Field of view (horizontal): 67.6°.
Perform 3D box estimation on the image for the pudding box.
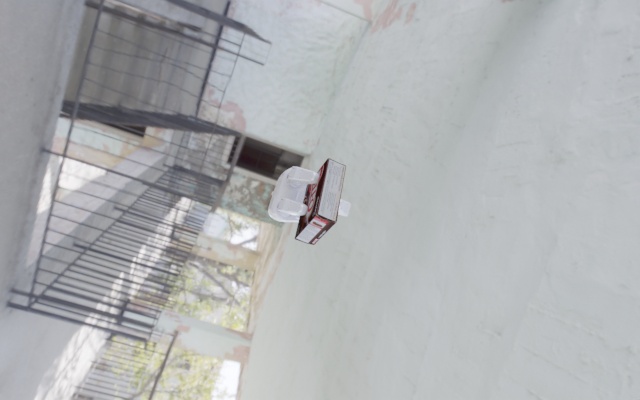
[{"bbox_3d":[0.000,0.003,0.760,0.039,0.113,0.090,19,-35,-15],"label":"pudding box"}]
